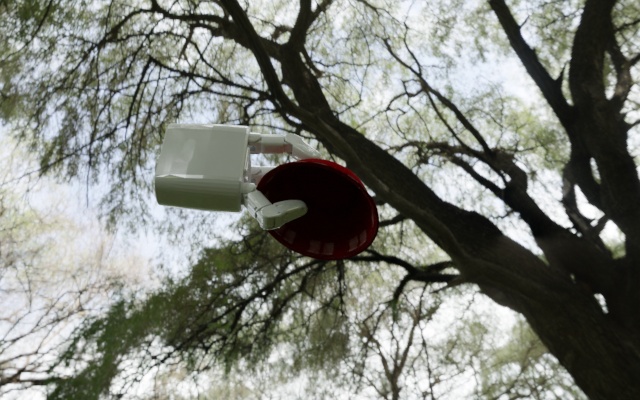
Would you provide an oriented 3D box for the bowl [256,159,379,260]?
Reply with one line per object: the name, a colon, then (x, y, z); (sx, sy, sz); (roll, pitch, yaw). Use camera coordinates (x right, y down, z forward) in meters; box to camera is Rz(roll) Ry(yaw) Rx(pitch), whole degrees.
bowl: (0.001, 0.002, 0.614); (0.162, 0.162, 0.055); (0, 39, 20)
